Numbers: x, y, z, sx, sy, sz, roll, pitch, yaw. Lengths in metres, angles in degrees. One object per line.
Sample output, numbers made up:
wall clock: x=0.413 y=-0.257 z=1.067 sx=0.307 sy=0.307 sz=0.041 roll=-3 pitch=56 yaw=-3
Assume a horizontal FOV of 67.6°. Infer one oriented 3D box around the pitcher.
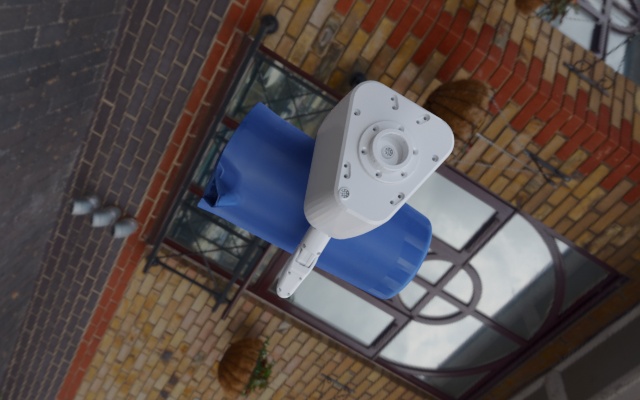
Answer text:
pitcher: x=0.000 y=0.002 z=0.545 sx=0.243 sy=0.149 sz=0.145 roll=31 pitch=-13 yaw=-6
